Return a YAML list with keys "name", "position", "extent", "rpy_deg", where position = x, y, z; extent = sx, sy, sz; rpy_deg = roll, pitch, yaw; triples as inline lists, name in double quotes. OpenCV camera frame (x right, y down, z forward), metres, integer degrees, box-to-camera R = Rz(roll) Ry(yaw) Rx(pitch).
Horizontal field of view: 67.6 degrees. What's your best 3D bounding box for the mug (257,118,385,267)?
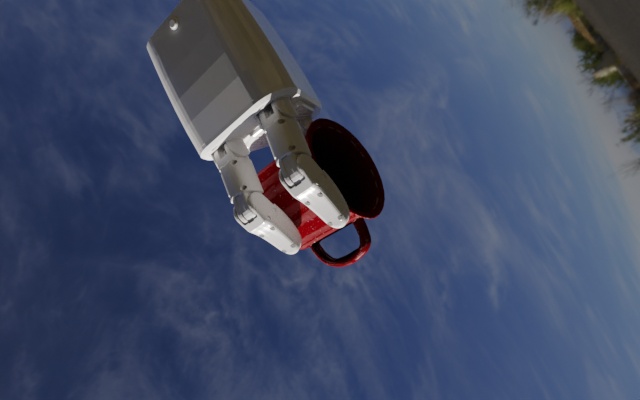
- name: "mug"
  position: [0.001, 0.003, 0.407]
  extent: [0.081, 0.117, 0.093]
  rpy_deg: [-33, -9, 32]
